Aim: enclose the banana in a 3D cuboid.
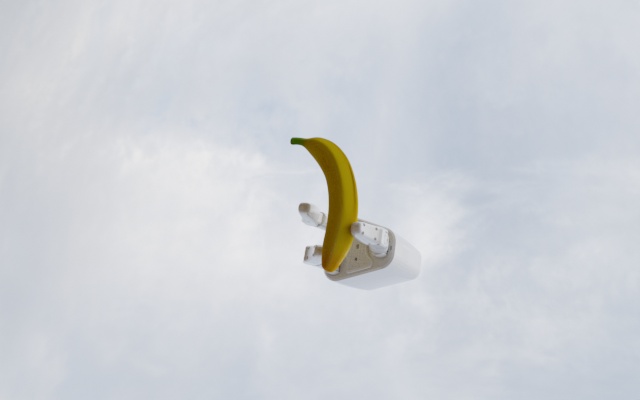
[{"bbox_3d":[0.015,-0.009,0.606,0.069,0.197,0.037,-26,-30,21],"label":"banana"}]
